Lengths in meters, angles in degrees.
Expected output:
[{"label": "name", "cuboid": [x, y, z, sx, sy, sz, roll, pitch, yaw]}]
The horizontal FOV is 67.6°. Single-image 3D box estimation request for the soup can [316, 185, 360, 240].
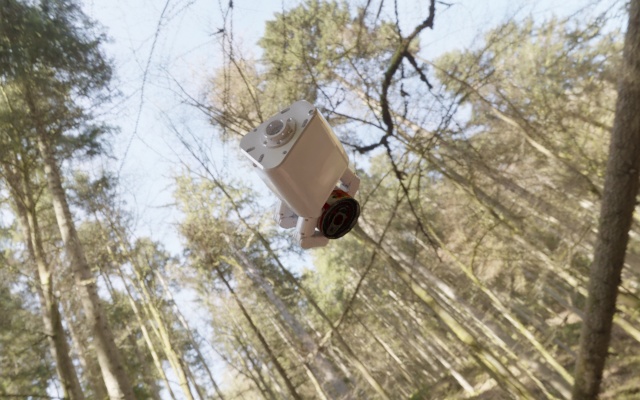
[{"label": "soup can", "cuboid": [0.000, 0.002, 0.701, 0.068, 0.068, 0.102, 0, 28, -42]}]
